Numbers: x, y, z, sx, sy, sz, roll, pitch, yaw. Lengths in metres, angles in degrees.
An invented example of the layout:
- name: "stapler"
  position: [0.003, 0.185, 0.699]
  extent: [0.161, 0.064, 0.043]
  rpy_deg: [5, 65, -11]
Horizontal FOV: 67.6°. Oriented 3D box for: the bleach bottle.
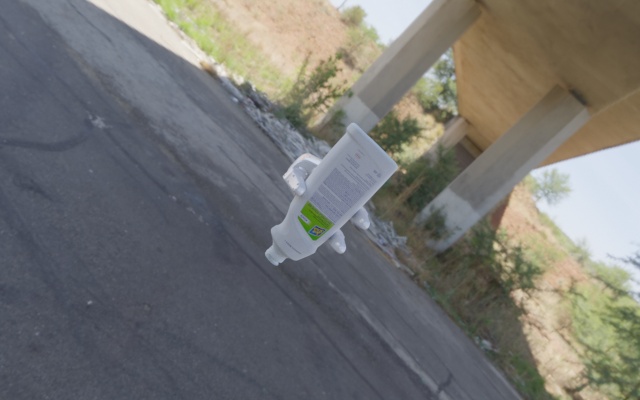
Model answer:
- name: "bleach bottle"
  position: [0.000, 0.003, 0.754]
  extent: [0.102, 0.251, 0.068]
  rpy_deg: [43, 11, -8]
